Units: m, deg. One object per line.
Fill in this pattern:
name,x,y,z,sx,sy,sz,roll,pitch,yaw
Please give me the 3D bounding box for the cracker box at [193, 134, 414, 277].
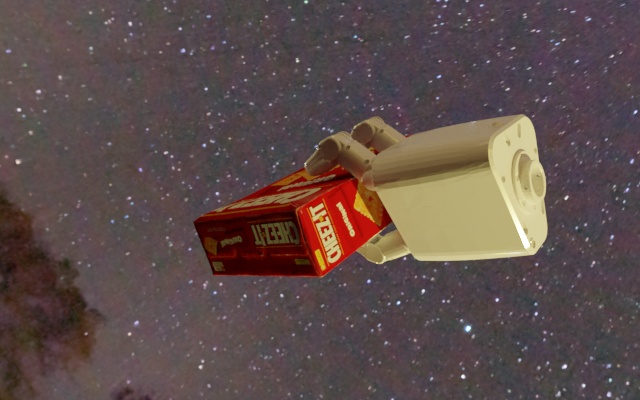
cracker box,0.000,0.002,0.508,0.164,0.072,0.213,-9,15,45
